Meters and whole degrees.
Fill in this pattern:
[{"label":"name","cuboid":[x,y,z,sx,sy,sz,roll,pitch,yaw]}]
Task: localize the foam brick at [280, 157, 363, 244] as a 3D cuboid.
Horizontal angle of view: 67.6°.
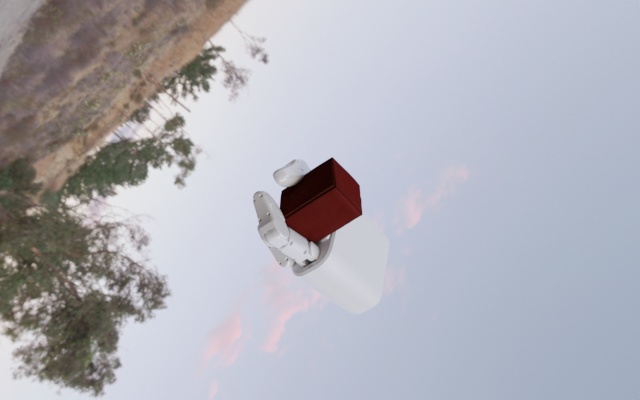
[{"label":"foam brick","cuboid":[0.000,0.002,0.520,0.078,0.053,0.051,-32,-57,25]}]
